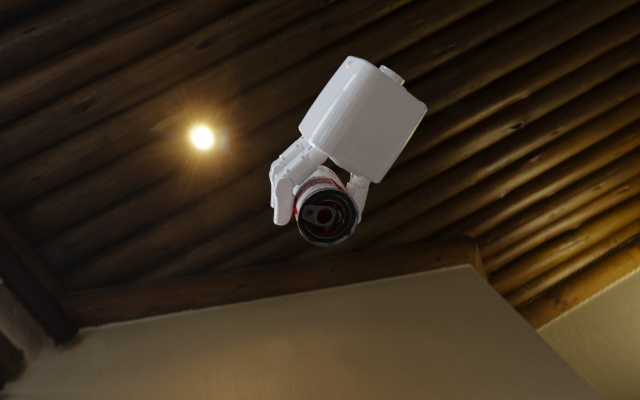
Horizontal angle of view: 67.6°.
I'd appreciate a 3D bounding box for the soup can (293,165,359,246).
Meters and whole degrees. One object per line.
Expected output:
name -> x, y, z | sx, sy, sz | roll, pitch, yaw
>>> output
soup can -> 0.000, 0.002, 0.563 | 0.068, 0.068, 0.102 | 0, 20, -10
